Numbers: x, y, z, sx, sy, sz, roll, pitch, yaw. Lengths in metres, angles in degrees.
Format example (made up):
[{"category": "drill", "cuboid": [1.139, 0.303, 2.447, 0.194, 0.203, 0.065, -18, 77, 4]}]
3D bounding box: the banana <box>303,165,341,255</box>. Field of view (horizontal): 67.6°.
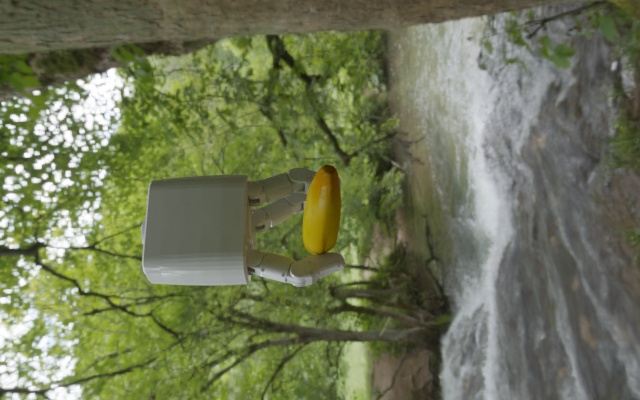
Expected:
[{"category": "banana", "cuboid": [0.000, 0.021, 0.499, 0.037, 0.069, 0.198, 1, -11, -1]}]
